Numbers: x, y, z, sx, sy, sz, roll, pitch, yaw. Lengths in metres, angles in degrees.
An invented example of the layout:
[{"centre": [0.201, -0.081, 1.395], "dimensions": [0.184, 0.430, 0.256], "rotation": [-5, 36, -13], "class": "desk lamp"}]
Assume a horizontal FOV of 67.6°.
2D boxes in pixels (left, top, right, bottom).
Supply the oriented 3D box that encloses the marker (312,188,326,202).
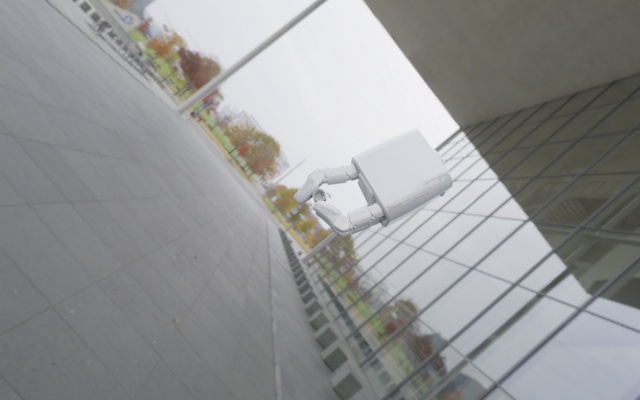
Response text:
[{"centre": [0.000, 0.002, 0.721], "dimensions": [0.020, 0.020, 0.121], "rotation": [0, -10, 2], "class": "marker"}]
